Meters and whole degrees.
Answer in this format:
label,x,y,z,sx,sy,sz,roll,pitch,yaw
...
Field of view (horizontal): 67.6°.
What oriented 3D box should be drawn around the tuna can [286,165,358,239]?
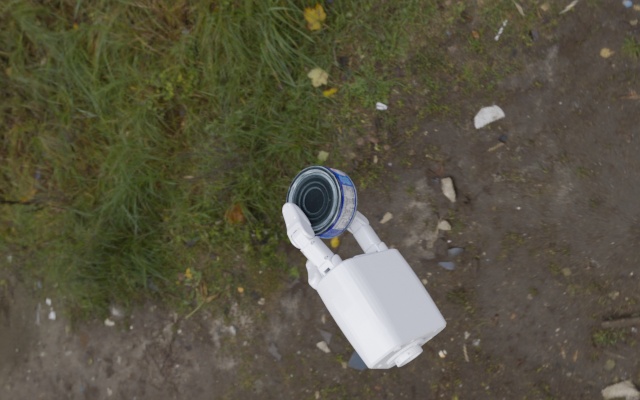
label,x,y,z,sx,sy,sz,roll,pitch,yaw
tuna can,0.000,0.002,0.570,0.086,0.086,0.034,0,-7,39
